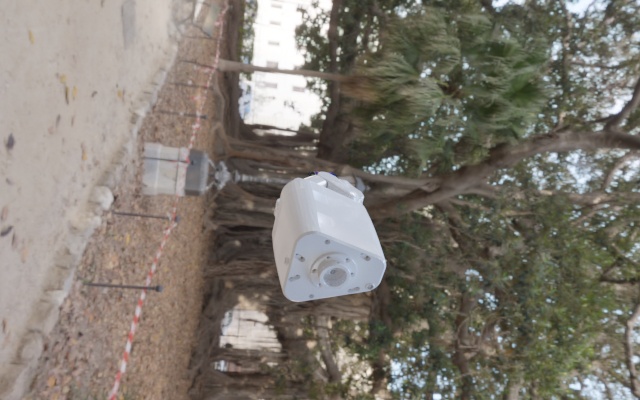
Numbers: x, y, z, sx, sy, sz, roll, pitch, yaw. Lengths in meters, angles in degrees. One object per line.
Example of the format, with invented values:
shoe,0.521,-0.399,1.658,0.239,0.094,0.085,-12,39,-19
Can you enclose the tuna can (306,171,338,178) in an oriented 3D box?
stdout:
tuna can,0.001,0.002,0.667,0.034,0.086,0.086,3,-1,-16
